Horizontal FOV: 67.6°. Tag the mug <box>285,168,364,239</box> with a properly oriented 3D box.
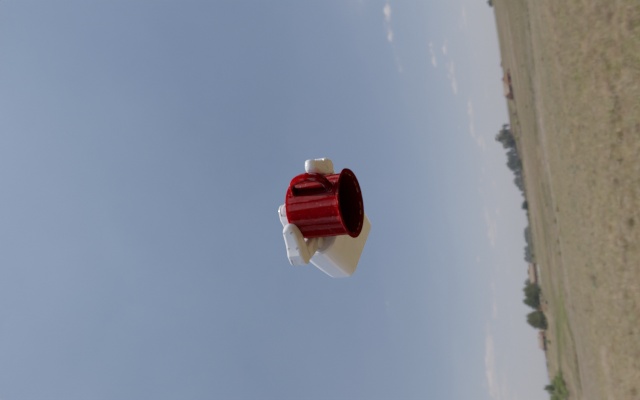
[{"bbox_3d":[-0.001,0.001,0.636,0.081,0.093,0.117,-8,-33,24],"label":"mug"}]
